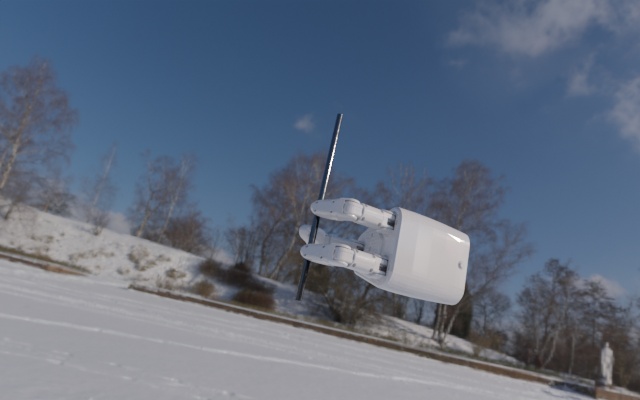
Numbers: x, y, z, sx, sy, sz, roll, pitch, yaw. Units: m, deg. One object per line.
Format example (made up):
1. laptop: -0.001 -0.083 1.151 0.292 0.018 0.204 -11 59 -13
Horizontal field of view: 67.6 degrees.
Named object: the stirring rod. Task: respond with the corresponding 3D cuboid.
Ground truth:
1. stirring rod: 0.000 0.002 0.580 0.011 0.239 0.011 12 -17 4
